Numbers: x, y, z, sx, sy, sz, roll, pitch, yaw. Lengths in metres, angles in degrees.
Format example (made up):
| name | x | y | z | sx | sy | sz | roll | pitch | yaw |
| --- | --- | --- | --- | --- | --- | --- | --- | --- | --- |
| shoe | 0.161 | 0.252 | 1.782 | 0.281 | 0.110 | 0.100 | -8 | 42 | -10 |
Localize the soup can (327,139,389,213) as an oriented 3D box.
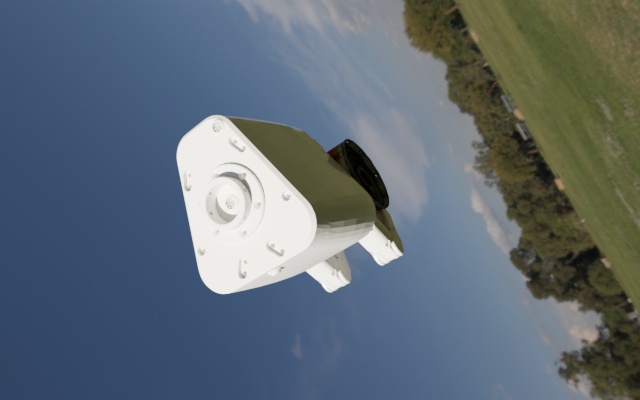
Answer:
| name | x | y | z | sx | sy | sz | roll | pitch | yaw |
| --- | --- | --- | --- | --- | --- | --- | --- | --- | --- |
| soup can | 0.000 | 0.001 | 0.424 | 0.102 | 0.068 | 0.068 | -32 | -13 | 22 |
